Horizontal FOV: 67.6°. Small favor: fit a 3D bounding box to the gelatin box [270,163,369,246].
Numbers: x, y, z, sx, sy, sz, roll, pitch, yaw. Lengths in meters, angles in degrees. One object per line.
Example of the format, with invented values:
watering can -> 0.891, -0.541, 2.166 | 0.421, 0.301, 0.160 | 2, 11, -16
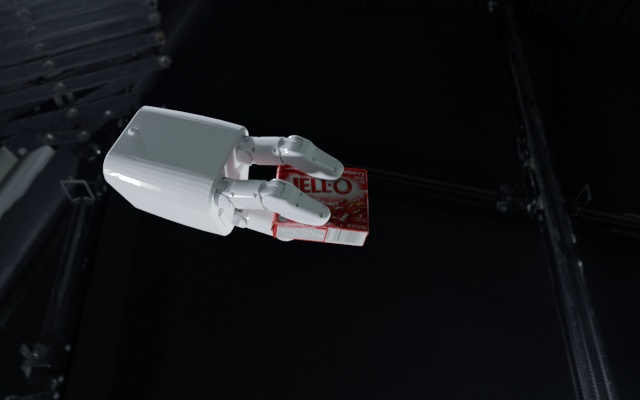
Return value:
gelatin box -> 0.000, 0.002, 0.458 | 0.089, 0.073, 0.030 | 6, -35, -6
